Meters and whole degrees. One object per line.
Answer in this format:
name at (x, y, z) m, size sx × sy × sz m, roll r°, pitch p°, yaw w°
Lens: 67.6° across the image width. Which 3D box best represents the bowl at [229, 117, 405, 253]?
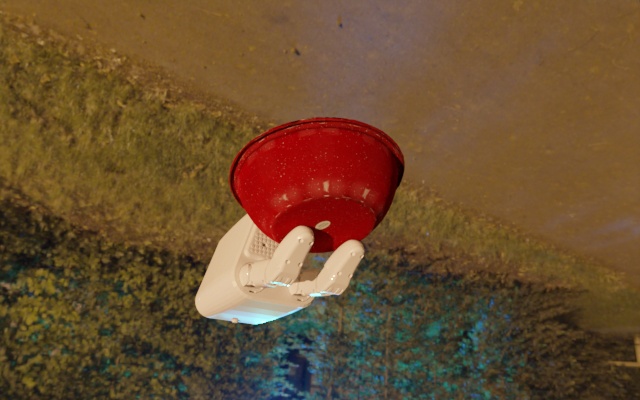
bowl at (0.001, 0.001, 0.425) m, size 0.162 × 0.055 × 0.162 m, roll -5°, pitch -35°, yaw -3°
